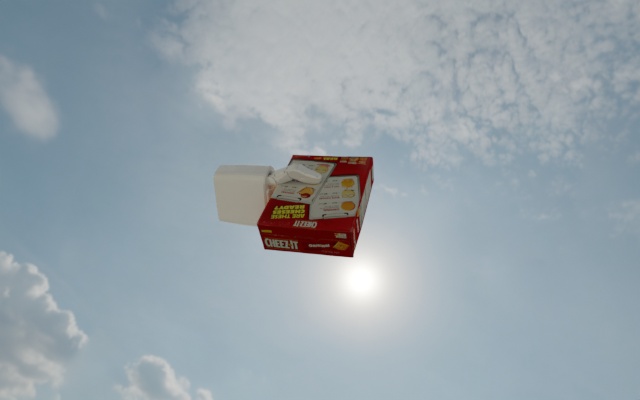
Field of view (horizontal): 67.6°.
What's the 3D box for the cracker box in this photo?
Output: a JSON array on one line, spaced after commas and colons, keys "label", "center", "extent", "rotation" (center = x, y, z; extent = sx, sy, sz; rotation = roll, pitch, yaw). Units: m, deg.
[{"label": "cracker box", "center": [0.000, 0.003, 0.868], "extent": [0.164, 0.072, 0.213], "rotation": [3, 40, 15]}]
